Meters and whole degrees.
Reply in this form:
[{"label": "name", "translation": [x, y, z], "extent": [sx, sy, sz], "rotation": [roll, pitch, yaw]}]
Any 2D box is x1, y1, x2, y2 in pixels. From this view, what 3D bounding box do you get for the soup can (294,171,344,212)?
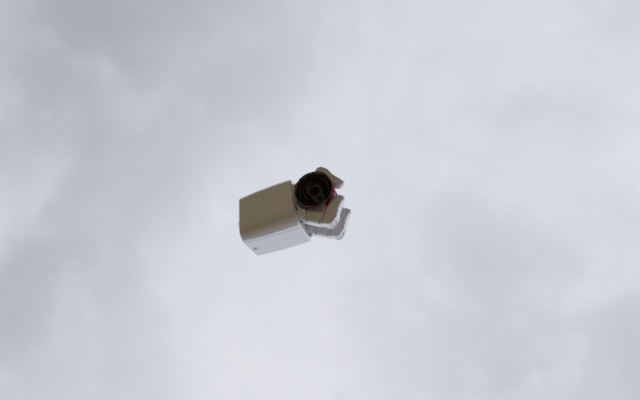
[{"label": "soup can", "translation": [0.001, 0.003, 0.851], "extent": [0.068, 0.068, 0.102], "rotation": [0, -27, 17]}]
